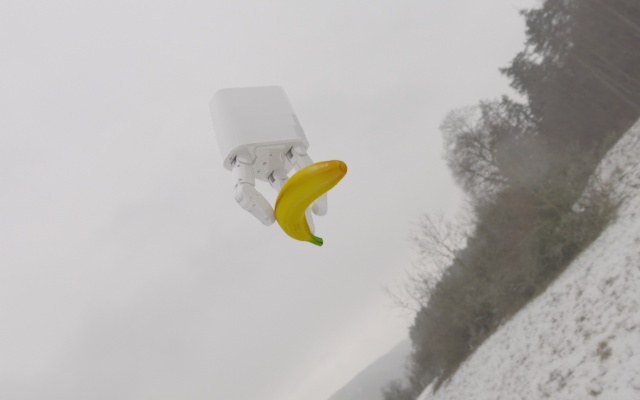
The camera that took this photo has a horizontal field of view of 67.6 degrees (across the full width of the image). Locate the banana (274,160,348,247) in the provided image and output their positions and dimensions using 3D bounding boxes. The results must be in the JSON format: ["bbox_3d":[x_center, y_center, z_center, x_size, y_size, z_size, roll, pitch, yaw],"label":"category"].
[{"bbox_3d":[-0.019,0.003,0.560,0.069,0.037,0.198,1,-27,-8],"label":"banana"}]
